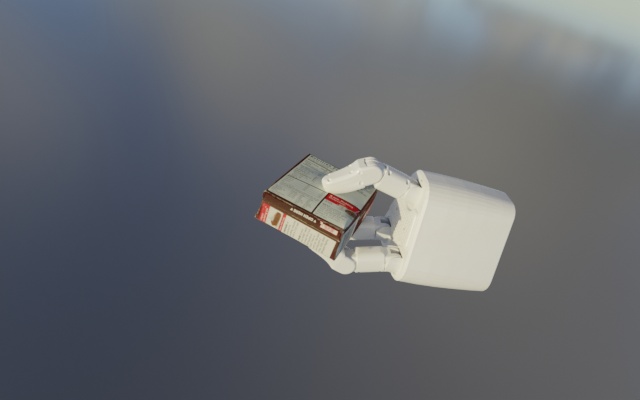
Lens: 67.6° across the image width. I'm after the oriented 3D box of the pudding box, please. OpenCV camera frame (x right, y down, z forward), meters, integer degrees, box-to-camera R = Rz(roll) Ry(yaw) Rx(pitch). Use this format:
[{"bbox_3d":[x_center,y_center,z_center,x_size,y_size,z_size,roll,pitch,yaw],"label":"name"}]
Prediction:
[{"bbox_3d":[0.000,0.001,0.492,0.090,0.039,0.113,27,30,11],"label":"pudding box"}]
